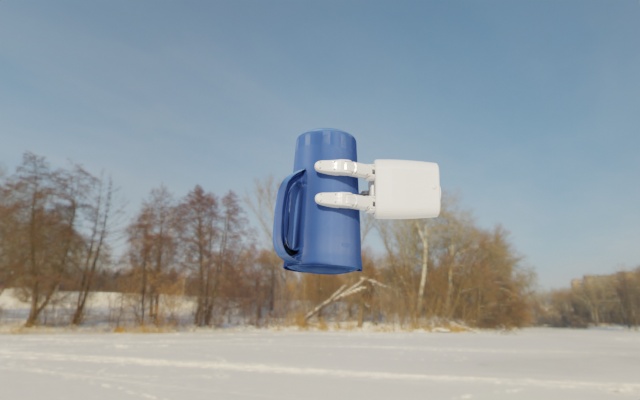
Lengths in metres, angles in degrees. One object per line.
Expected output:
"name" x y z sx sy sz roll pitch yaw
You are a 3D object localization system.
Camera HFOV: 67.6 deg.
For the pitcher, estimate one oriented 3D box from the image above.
"pitcher" 0.000 0.003 0.815 0.145 0.242 0.149 1 -14 1
